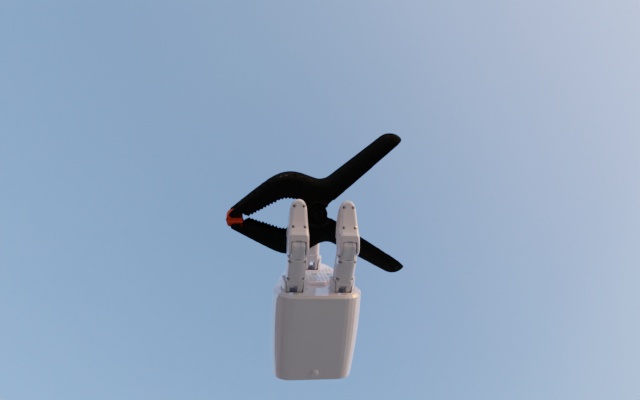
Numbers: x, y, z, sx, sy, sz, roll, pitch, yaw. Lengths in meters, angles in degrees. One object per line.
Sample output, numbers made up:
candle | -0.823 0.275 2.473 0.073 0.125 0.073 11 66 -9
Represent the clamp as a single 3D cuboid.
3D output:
clamp | -0.001 0.002 0.544 0.210 0.164 0.036 2 10 -10
